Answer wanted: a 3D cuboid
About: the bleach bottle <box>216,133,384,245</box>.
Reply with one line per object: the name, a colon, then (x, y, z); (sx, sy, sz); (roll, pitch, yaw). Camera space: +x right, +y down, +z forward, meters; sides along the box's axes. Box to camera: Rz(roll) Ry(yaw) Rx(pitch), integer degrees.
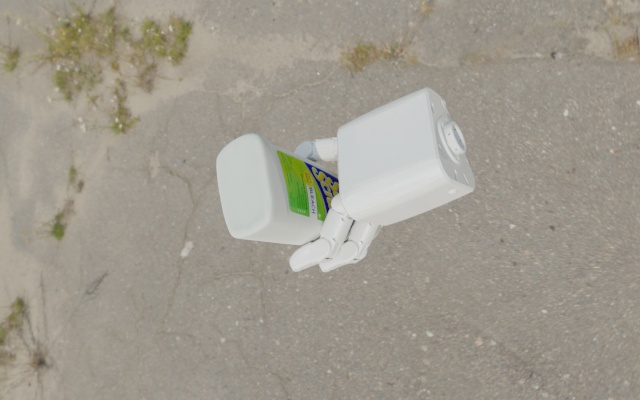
bleach bottle: (0.000, 0.002, 0.547); (0.068, 0.102, 0.251); (-23, -20, 32)
